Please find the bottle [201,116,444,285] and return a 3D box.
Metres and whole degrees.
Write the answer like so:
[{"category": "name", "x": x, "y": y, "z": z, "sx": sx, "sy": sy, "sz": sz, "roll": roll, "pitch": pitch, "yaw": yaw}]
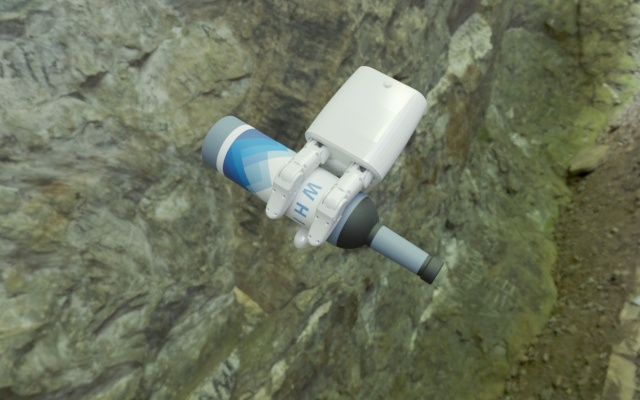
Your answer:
[{"category": "bottle", "x": 0.000, "y": 0.002, "z": 0.532, "sx": 0.295, "sy": 0.069, "sz": 0.069, "roll": 31, "pitch": 10, "yaw": 16}]
